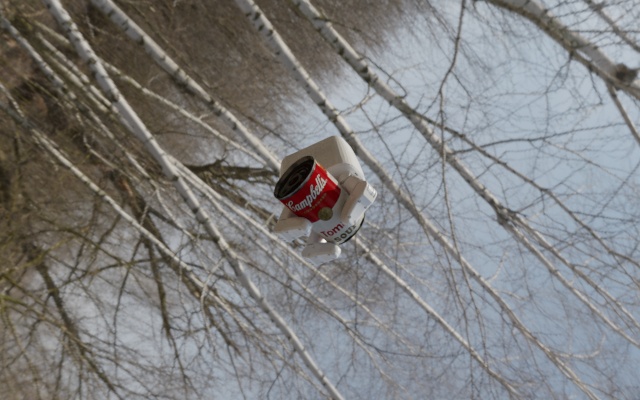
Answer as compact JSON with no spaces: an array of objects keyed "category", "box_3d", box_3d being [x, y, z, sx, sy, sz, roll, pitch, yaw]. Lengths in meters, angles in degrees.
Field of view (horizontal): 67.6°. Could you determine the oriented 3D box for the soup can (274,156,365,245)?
[{"category":"soup can","box_3d":[0.000,0.002,0.603,0.102,0.068,0.068,43,-23,-26]}]
